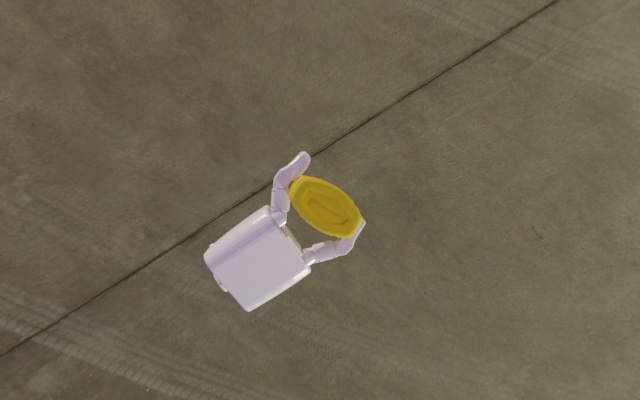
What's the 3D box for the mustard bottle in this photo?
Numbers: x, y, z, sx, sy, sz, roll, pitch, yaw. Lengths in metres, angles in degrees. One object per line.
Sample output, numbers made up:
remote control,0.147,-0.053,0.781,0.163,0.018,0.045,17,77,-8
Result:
mustard bottle,0.000,0.002,0.678,0.096,0.058,0.191,32,2,-6
